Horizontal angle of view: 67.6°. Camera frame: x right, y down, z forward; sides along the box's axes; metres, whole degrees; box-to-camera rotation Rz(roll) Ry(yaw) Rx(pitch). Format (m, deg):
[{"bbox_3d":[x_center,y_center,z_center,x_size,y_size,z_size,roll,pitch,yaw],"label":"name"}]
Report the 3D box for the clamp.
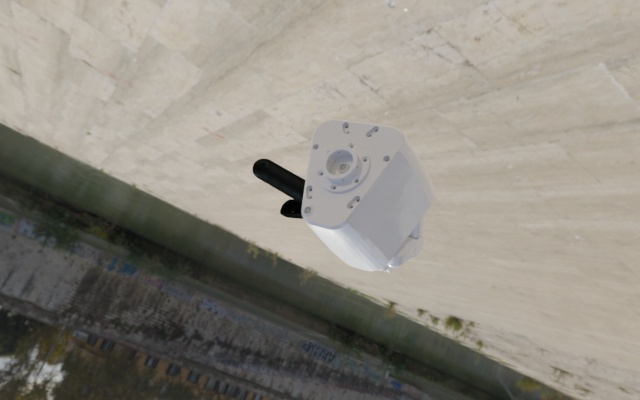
[{"bbox_3d":[0.000,0.002,0.556,0.171,0.039,0.120,13,-19,31],"label":"clamp"}]
